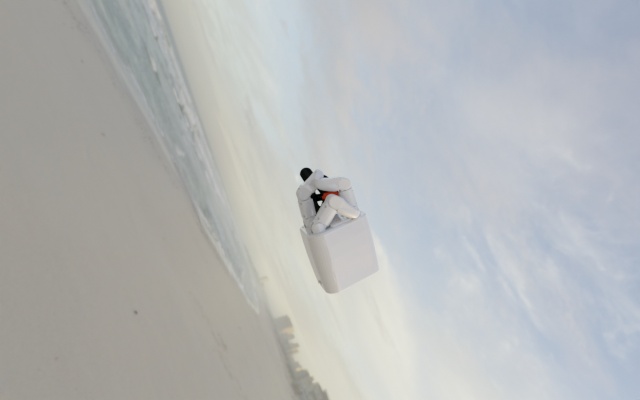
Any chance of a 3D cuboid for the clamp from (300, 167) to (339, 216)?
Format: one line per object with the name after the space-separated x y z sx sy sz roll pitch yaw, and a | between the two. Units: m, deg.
0.001 0.003 0.877 0.039 0.120 0.171 -19 12 -10 | clamp
